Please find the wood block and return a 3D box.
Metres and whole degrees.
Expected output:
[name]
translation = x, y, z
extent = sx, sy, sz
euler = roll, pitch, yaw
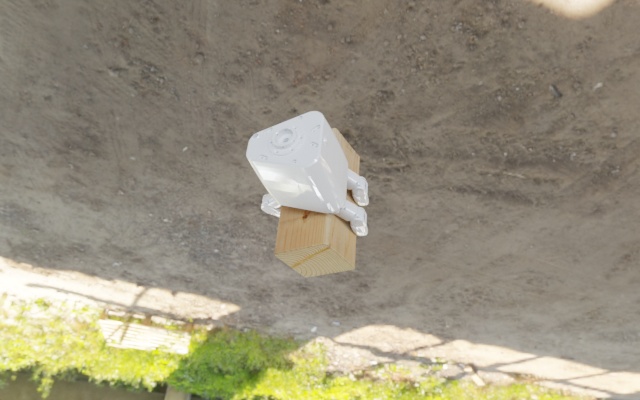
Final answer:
[wood block]
translation = 0.000, 0.002, 0.744
extent = 0.091, 0.206, 0.090
euler = -14, -37, 28
